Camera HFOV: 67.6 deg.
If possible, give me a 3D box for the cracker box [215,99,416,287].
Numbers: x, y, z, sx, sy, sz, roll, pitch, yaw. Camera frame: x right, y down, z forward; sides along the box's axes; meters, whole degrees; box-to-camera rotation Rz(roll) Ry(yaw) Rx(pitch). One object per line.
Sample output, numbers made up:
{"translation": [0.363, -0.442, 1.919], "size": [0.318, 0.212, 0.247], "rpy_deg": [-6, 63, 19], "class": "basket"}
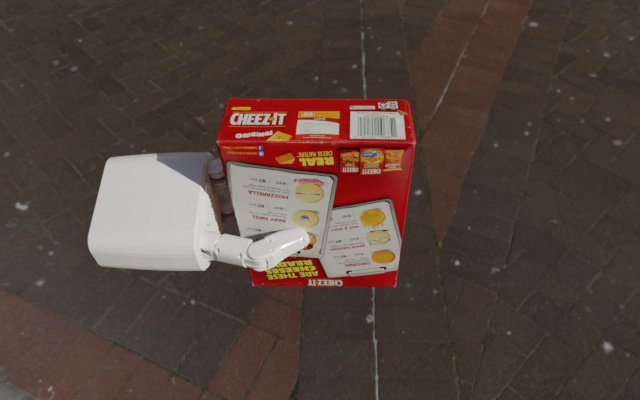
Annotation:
{"translation": [0.000, 0.002, 0.479], "size": [0.164, 0.072, 0.214], "rpy_deg": [0, -42, 3], "class": "cracker box"}
